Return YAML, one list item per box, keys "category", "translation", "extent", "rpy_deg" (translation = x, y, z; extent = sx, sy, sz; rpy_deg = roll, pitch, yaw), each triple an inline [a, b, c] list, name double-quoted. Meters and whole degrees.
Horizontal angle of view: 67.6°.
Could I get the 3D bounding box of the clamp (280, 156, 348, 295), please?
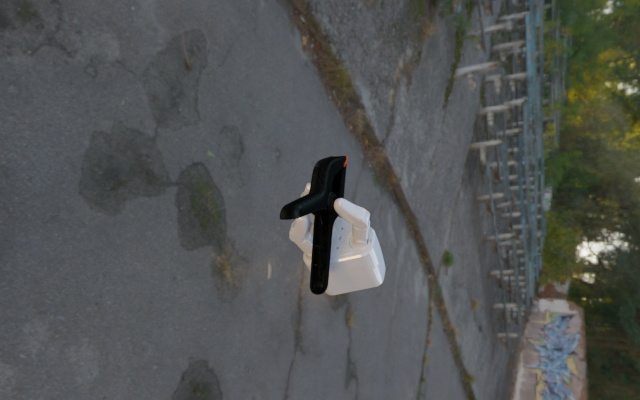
- category: "clamp"
  translation: [0.001, 0.002, 0.667]
  extent: [0.036, 0.209, 0.165]
  rpy_deg: [2, -38, 20]
